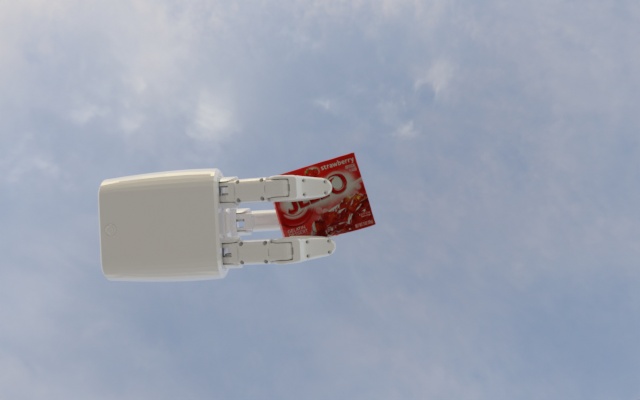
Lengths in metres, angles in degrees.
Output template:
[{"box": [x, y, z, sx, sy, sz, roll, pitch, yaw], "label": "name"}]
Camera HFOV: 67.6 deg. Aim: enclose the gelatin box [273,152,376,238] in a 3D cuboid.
[{"box": [0.000, 0.001, 0.462, 0.089, 0.073, 0.030, -16, -3, -6], "label": "gelatin box"}]
